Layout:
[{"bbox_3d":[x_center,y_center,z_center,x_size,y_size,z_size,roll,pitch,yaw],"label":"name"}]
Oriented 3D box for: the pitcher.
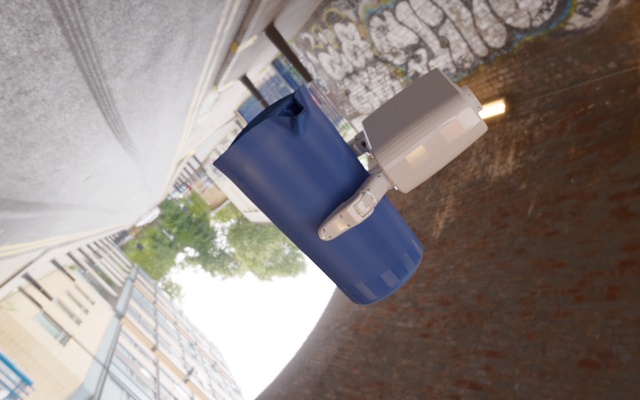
[{"bbox_3d":[0.000,0.002,0.556,0.145,0.243,0.149,-37,11,16],"label":"pitcher"}]
